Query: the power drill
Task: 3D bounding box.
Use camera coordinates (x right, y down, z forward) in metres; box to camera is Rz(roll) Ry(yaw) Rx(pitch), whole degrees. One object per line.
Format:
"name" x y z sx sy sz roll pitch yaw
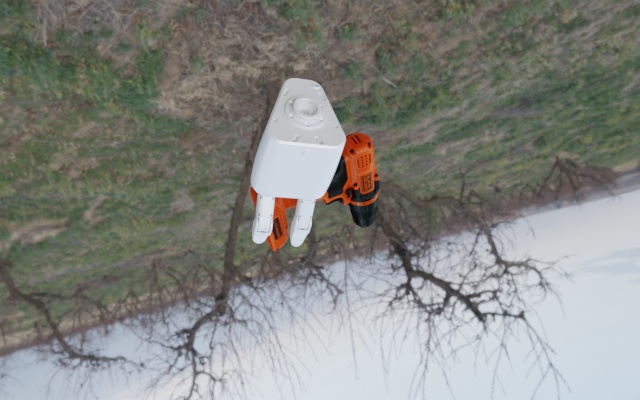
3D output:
"power drill" 0.000 0.002 0.707 0.187 0.185 0.057 -25 47 -12
